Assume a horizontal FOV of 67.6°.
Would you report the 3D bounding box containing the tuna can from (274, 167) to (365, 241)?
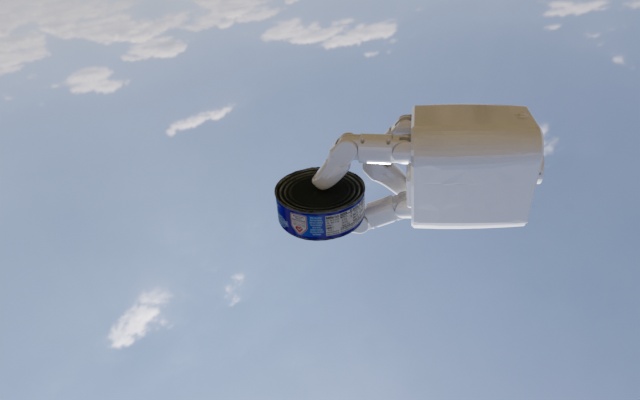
[{"bbox_3d":[0.000,0.002,0.458,0.086,0.034,0.086,-3,31,2],"label":"tuna can"}]
